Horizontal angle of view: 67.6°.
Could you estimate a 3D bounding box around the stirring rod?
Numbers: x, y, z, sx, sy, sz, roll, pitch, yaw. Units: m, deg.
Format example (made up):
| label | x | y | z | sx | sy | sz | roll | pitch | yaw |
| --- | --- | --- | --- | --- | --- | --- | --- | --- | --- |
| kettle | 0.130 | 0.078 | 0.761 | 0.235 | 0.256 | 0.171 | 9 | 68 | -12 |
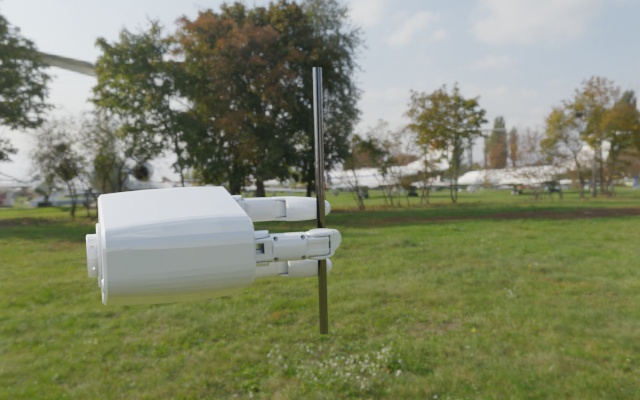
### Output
| label | x | y | z | sx | sy | sz | roll | pitch | yaw |
| --- | --- | --- | --- | --- | --- | --- | --- | --- | --- |
| stirring rod | 0.000 | 0.002 | 0.433 | 0.011 | 0.239 | 0.011 | -1 | 2 | 0 |
